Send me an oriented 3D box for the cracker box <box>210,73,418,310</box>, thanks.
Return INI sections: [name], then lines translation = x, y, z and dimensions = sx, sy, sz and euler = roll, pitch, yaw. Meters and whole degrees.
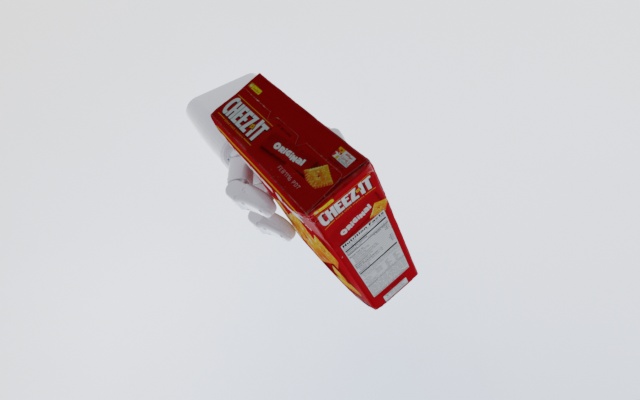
[cracker box]
translation = 0.000, 0.002, 0.473
dimensions = 0.164, 0.072, 0.214
euler = 44, -8, 37
